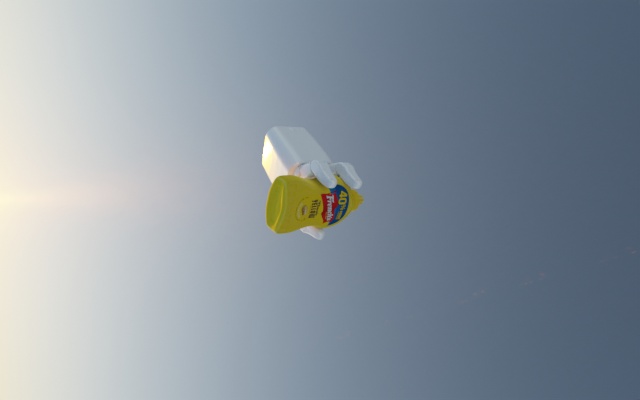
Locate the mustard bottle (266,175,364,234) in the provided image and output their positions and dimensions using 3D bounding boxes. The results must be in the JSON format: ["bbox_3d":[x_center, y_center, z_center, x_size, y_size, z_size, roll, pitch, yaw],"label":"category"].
[{"bbox_3d":[0.000,0.003,0.831,0.191,0.096,0.058,-4,25,-39],"label":"mustard bottle"}]
